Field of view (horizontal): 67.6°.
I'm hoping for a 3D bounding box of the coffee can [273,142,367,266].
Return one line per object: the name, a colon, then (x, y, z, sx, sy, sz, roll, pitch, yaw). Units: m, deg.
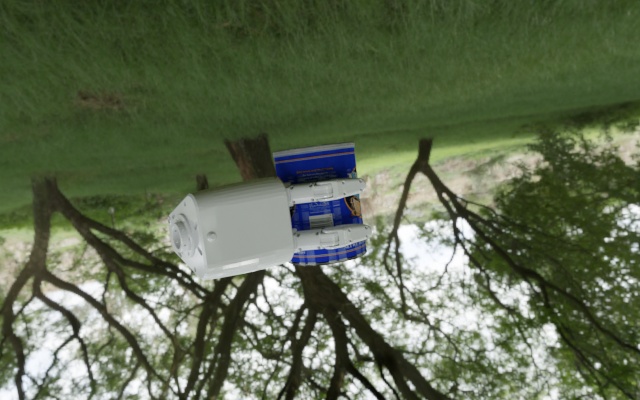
coffee can: (0.000, 0.002, 0.603, 0.103, 0.140, 0.103, -7, 5, 1)
